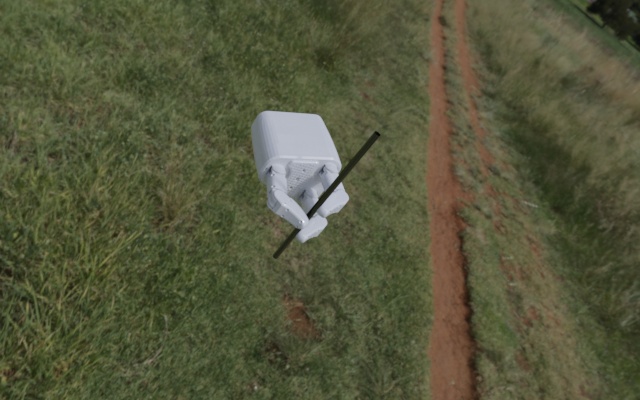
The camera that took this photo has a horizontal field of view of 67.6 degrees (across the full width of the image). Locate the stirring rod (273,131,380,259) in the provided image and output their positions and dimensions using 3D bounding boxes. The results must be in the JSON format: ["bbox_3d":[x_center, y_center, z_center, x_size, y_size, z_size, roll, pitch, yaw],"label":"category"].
[{"bbox_3d":[0.000,0.002,0.599,0.011,0.011,0.240,0,-39,-43],"label":"stirring rod"}]
